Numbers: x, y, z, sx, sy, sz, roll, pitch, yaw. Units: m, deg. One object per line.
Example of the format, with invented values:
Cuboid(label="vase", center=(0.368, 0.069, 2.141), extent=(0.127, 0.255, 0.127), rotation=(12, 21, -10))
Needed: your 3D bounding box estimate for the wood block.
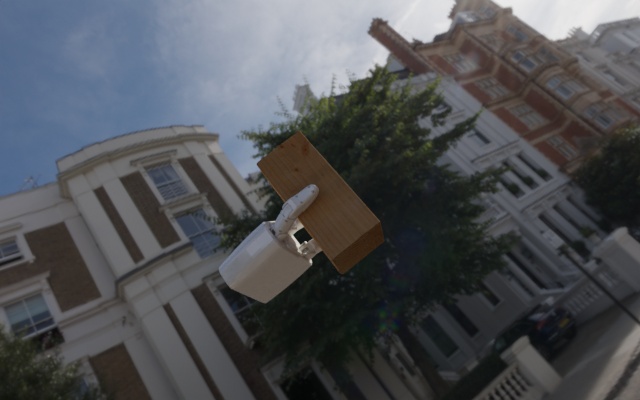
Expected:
Cuboid(label="wood block", center=(0.000, 0.003, 0.756), extent=(0.090, 0.206, 0.091), rotation=(-38, -25, -5))
